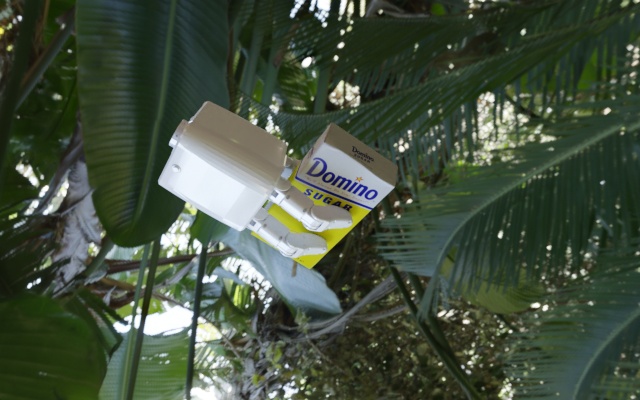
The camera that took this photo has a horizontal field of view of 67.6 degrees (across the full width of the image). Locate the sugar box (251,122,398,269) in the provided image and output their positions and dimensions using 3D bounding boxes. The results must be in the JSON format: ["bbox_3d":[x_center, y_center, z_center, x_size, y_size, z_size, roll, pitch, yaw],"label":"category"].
[{"bbox_3d":[0.000,0.002,0.560,0.093,0.048,0.176,32,-49,-12],"label":"sugar box"}]
